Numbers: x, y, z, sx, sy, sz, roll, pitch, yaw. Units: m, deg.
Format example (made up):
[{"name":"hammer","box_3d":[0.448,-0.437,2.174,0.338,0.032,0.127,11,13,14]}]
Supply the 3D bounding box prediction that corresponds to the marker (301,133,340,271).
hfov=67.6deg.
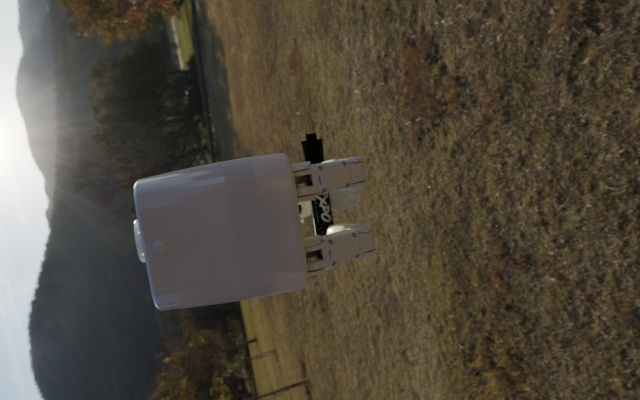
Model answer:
[{"name":"marker","box_3d":[0.000,0.001,0.421,0.020,0.121,0.020,-8,7,1]}]
